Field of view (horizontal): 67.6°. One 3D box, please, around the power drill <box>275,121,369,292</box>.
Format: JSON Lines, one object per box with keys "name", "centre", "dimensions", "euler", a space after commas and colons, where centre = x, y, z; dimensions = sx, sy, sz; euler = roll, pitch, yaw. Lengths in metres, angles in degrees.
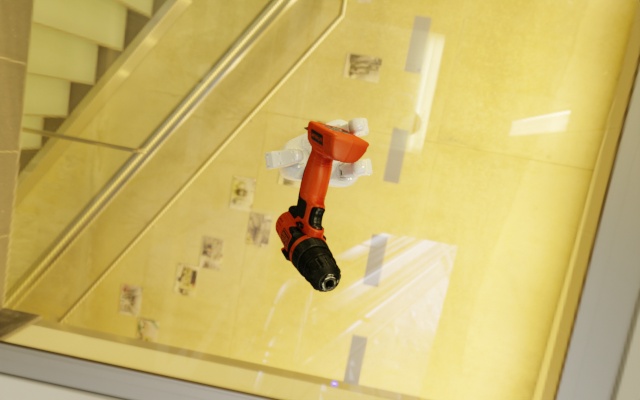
{"name": "power drill", "centre": [0.000, 0.001, 0.612], "dimensions": [0.057, 0.188, 0.184], "euler": [12, 16, -26]}
